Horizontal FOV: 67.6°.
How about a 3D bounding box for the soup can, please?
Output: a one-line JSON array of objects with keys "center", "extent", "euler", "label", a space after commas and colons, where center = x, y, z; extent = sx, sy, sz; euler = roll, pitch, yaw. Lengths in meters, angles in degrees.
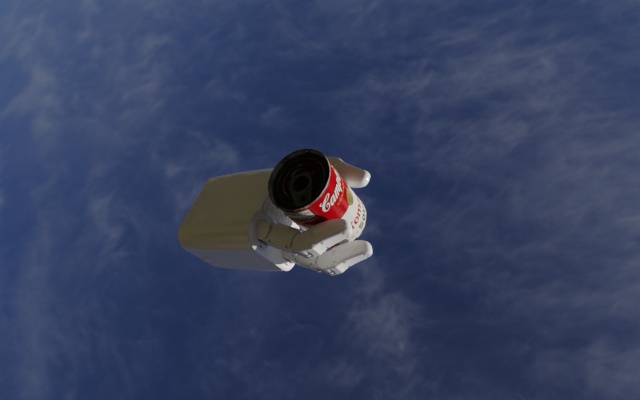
[{"center": [0.001, 0.002, 0.498], "extent": [0.068, 0.068, 0.102], "euler": [0, -27, 29], "label": "soup can"}]
